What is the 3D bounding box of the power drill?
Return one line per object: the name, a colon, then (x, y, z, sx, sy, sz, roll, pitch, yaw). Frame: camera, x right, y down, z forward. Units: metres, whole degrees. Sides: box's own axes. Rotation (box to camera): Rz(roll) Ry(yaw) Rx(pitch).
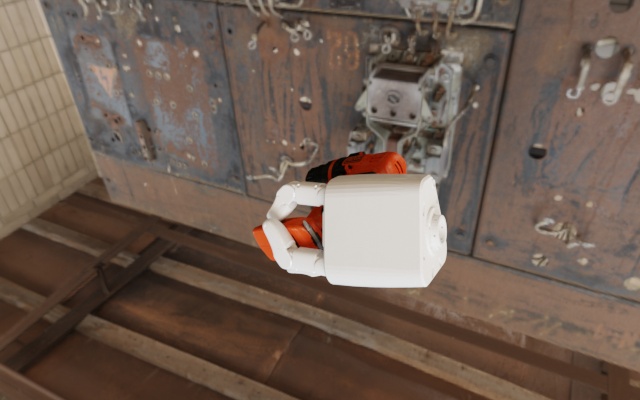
power drill: (0.000, 0.002, 0.634, 0.184, 0.057, 0.187, -8, 31, 51)
